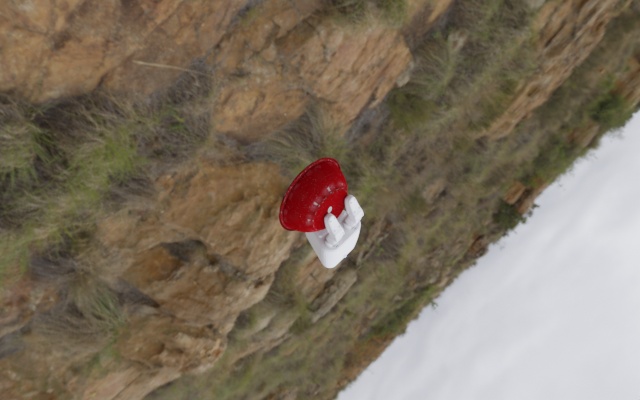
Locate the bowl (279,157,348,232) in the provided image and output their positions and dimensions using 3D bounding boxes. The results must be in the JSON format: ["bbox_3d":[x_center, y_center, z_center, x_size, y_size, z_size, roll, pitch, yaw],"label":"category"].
[{"bbox_3d":[0.000,0.003,0.883,0.055,0.162,0.162,37,19,28],"label":"bowl"}]
